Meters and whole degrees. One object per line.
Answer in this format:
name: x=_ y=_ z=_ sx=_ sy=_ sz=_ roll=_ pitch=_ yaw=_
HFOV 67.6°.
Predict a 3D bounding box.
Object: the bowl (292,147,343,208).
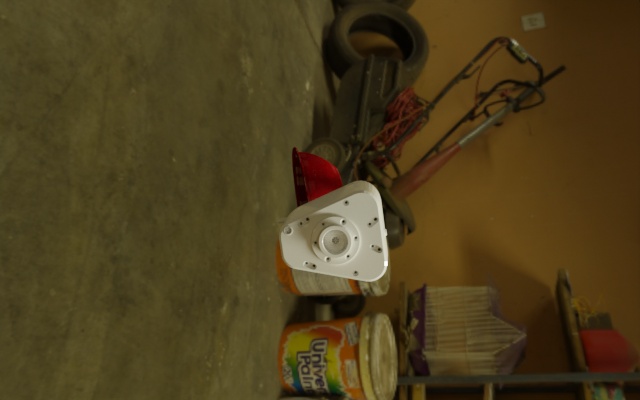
bowl: x=0.000 y=0.002 z=0.668 sx=0.055 sy=0.162 sz=0.162 roll=-9 pitch=1 yaw=-8
